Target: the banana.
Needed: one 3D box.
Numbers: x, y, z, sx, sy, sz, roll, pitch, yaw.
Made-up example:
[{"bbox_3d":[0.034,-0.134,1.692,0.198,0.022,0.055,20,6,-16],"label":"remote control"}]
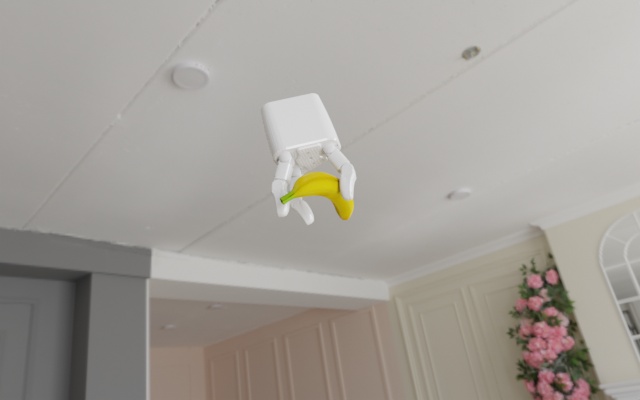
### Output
[{"bbox_3d":[0.012,-0.010,0.787,0.070,0.037,0.198,-41,-30,20],"label":"banana"}]
